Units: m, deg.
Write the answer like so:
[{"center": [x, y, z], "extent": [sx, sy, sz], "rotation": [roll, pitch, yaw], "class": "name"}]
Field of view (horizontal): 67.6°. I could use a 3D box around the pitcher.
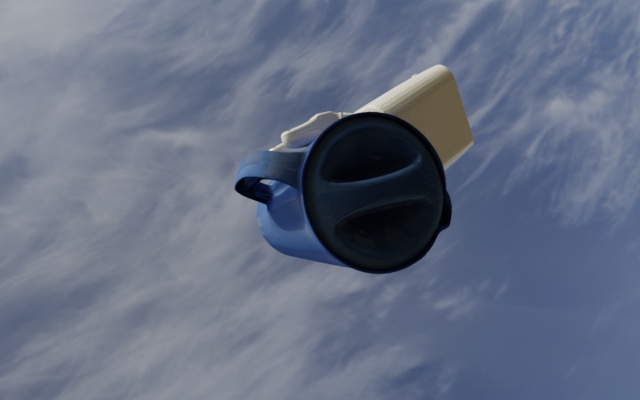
[{"center": [0.000, 0.002, 0.491], "extent": [0.145, 0.149, 0.243], "rotation": [-34, 6, -20], "class": "pitcher"}]
